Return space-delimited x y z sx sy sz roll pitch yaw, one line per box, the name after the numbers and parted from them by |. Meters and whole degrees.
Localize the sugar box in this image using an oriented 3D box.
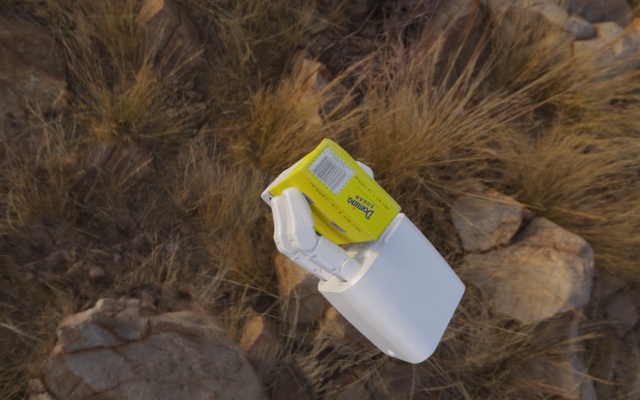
0.000 0.002 0.489 0.093 0.048 0.176 44 -20 -8 | sugar box
